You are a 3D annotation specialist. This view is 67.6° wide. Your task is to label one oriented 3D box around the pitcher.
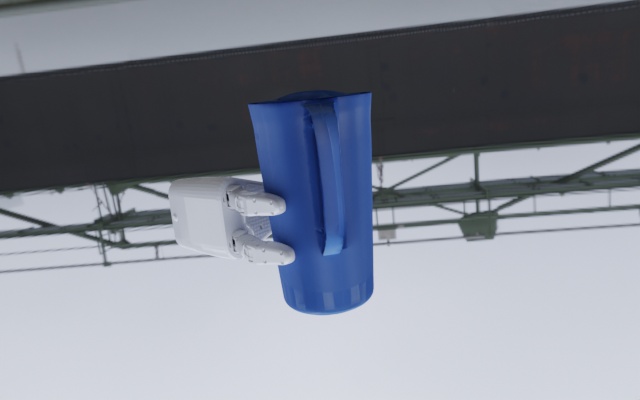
[{"bbox_3d":[0.000,0.002,0.532,0.145,0.243,0.149,3,16,36],"label":"pitcher"}]
